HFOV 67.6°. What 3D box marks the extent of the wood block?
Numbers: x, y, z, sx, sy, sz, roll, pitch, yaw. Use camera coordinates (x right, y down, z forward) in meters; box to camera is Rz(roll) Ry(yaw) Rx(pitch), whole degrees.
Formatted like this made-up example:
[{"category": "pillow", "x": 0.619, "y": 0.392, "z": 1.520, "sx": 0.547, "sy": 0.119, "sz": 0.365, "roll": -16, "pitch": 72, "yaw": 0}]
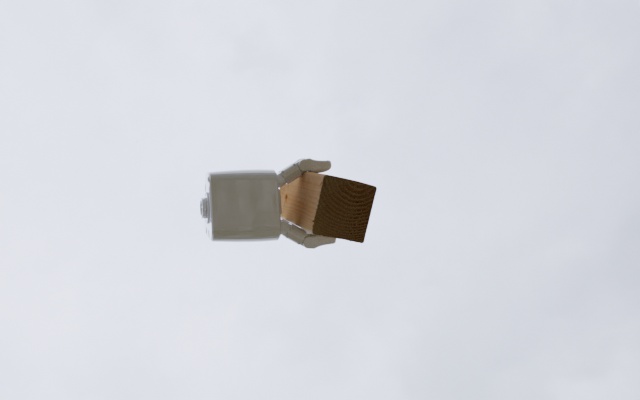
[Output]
[{"category": "wood block", "x": 0.000, "y": 0.002, "z": 0.797, "sx": 0.090, "sy": 0.091, "sz": 0.206, "roll": 12, "pitch": 2, "yaw": -22}]
